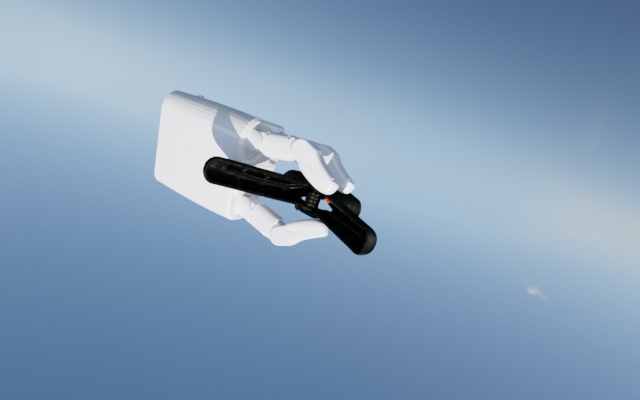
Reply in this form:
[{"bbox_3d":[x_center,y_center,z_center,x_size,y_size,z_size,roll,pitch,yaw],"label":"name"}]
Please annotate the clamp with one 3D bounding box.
[{"bbox_3d":[0.000,0.002,0.488,0.164,0.036,0.210,28,10,17],"label":"clamp"}]
